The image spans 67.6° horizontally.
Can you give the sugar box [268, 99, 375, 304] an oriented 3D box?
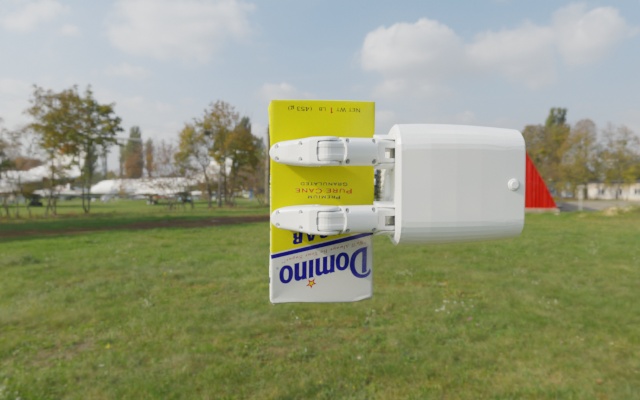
[{"bbox_3d":[0.000,0.001,0.427,0.093,0.176,0.048,-1,2,-6],"label":"sugar box"}]
